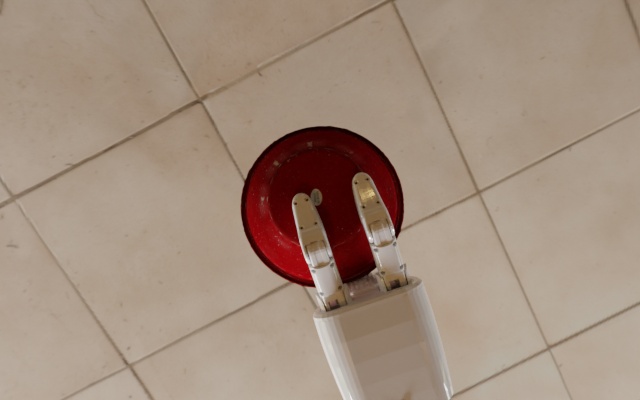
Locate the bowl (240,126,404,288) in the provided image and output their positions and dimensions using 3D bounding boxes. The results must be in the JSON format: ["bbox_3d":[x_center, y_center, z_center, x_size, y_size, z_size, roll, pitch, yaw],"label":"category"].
[{"bbox_3d":[-0.001,0.000,0.446,0.162,0.162,0.055,0,-8,3],"label":"bowl"}]
